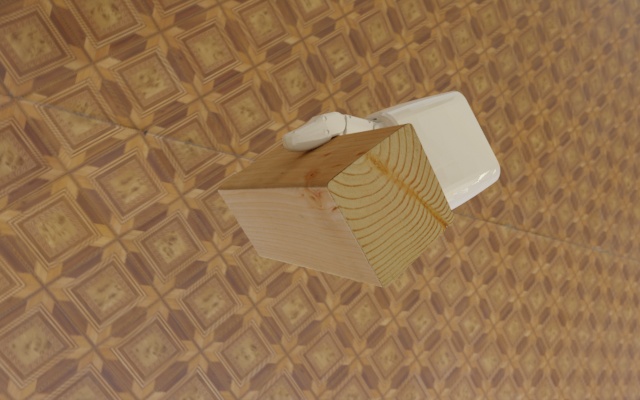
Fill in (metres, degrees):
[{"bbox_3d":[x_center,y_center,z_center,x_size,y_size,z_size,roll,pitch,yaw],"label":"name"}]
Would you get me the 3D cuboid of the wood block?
[{"bbox_3d":[0.000,0.001,0.428,0.090,0.091,0.206,-38,19,-26],"label":"wood block"}]
